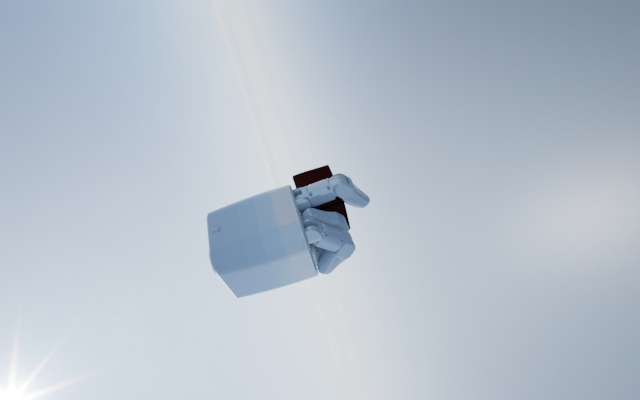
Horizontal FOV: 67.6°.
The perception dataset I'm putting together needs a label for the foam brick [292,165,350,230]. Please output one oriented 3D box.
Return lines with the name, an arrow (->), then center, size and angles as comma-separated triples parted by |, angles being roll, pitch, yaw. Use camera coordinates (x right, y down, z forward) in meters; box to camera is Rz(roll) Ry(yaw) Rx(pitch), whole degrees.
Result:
foam brick -> 0.000, 0.002, 0.608 | 0.051, 0.053, 0.078 | -18, 42, -2
